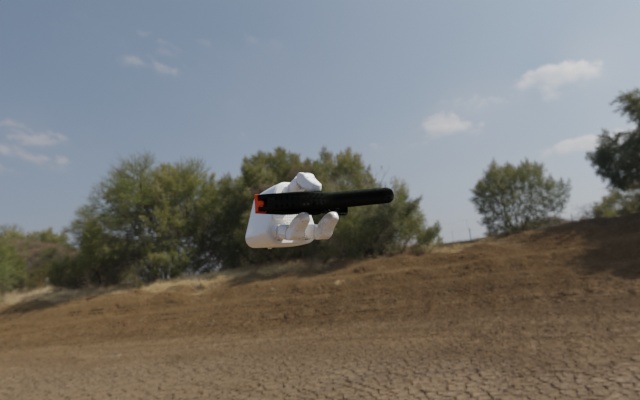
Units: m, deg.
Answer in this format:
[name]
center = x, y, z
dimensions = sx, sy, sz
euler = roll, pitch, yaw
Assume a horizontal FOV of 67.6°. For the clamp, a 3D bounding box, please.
[clamp]
center = -0.001, 0.002, 0.763
dimensions = 0.210, 0.036, 0.164
euler = 1, -11, -32
